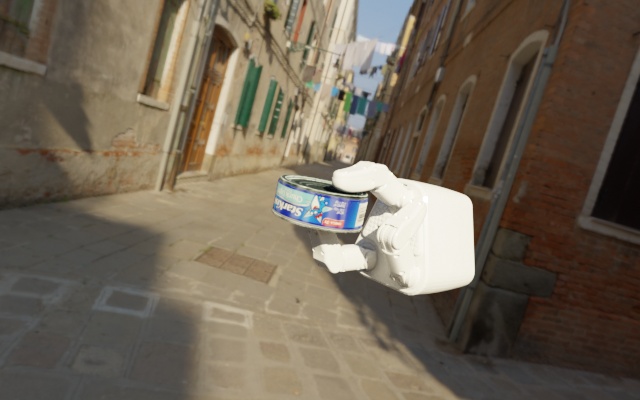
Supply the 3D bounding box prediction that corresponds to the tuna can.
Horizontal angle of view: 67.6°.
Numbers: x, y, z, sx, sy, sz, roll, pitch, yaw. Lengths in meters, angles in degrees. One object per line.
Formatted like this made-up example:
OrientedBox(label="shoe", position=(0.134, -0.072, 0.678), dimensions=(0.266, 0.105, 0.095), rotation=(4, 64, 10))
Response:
OrientedBox(label="tuna can", position=(0.000, 0.001, 0.441), dimensions=(0.086, 0.034, 0.086), rotation=(12, 10, -2))
